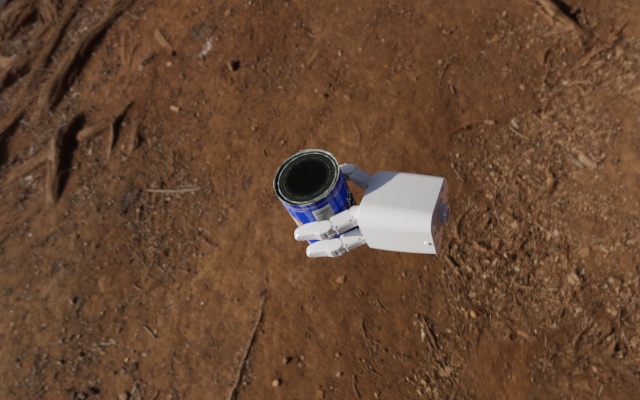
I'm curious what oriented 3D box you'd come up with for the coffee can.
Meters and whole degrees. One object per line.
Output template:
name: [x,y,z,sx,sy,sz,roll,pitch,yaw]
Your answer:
coffee can: [0.000,0.002,0.748,0.103,0.102,0.140,0,-33,21]
